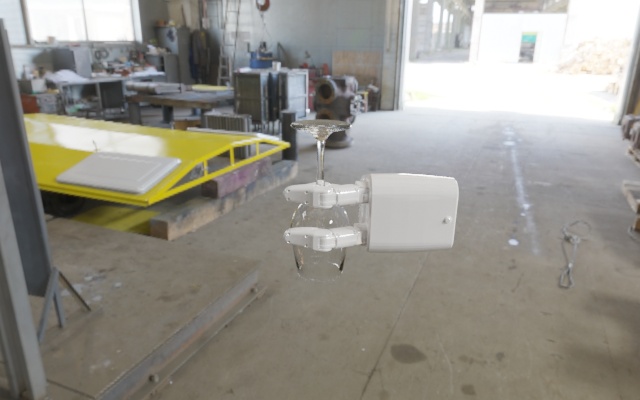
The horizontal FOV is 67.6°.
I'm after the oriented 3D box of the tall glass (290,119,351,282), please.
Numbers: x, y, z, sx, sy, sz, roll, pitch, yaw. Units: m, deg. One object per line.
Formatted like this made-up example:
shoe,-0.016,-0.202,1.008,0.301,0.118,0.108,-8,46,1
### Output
tall glass,0.000,0.001,0.612,0.079,0.201,0.079,1,19,0
